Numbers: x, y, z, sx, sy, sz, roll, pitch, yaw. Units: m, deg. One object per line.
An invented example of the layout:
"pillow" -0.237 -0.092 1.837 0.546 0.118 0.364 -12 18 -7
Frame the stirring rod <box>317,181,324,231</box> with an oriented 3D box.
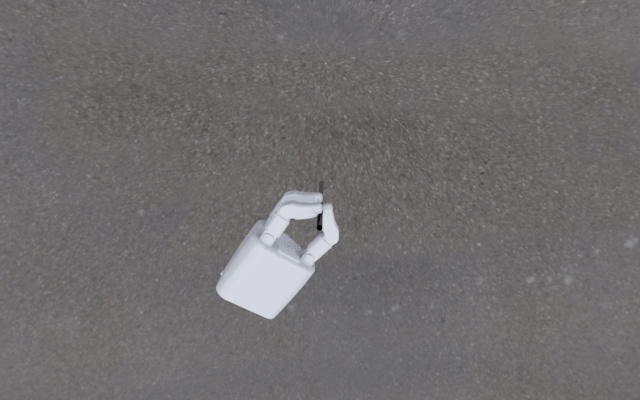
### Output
"stirring rod" 0.000 0.002 0.733 0.011 0.011 0.239 0 16 1
